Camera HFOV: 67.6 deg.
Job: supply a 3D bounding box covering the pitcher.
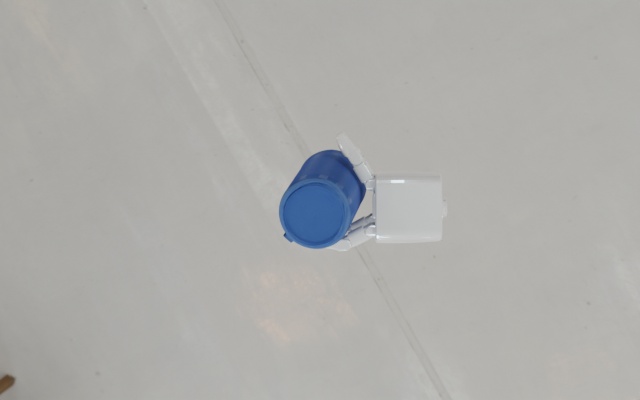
[{"bbox_3d":[0.000,0.003,0.801,0.145,0.149,0.242,-1,13,8],"label":"pitcher"}]
